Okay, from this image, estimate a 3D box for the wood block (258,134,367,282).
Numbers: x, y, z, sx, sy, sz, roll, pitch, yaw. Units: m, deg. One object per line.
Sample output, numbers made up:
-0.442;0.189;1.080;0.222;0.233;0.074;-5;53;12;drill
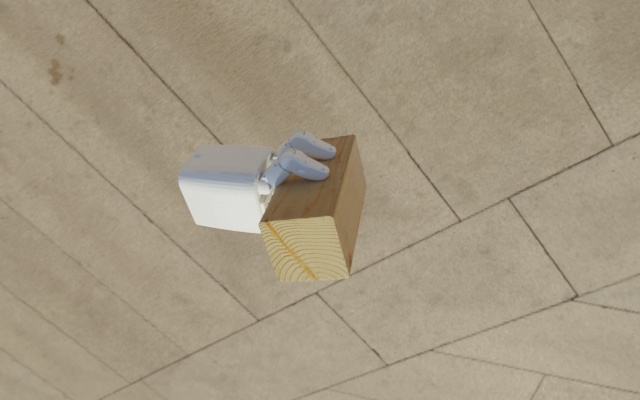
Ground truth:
0.000;0.002;0.622;0.090;0.091;0.206;-6;31;16;wood block
